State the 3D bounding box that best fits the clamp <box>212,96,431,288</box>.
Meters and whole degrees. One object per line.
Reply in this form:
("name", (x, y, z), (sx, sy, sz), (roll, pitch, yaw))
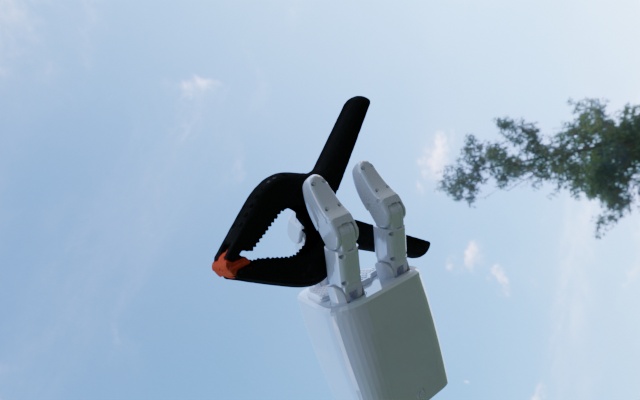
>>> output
("clamp", (-0.001, 0.002, 0.405), (0.210, 0.164, 0.036), (-20, 1, -36))
